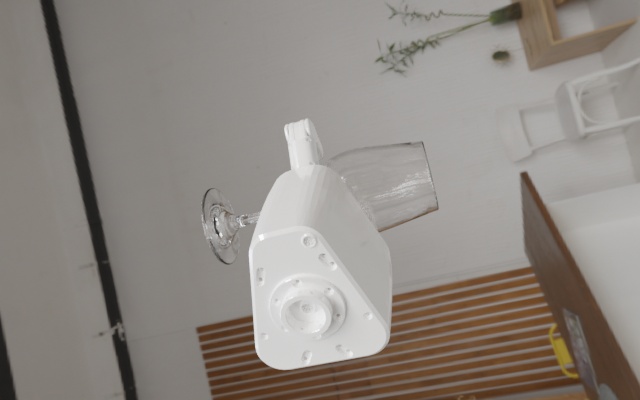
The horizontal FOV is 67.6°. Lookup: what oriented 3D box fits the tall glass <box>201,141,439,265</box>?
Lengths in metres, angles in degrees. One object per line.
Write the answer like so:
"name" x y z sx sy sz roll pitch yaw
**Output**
"tall glass" -0.001 0.001 0.432 0.201 0.079 0.079 -14 -3 11
